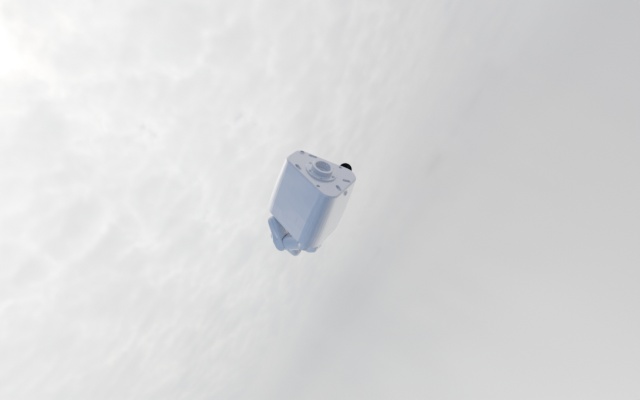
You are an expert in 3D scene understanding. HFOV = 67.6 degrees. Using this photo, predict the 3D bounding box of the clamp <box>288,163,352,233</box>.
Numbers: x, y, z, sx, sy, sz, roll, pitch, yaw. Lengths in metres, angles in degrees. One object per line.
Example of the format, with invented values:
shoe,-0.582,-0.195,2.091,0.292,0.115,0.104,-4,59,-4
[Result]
clamp,0.000,0.003,0.855,0.039,0.120,0.171,29,38,12
